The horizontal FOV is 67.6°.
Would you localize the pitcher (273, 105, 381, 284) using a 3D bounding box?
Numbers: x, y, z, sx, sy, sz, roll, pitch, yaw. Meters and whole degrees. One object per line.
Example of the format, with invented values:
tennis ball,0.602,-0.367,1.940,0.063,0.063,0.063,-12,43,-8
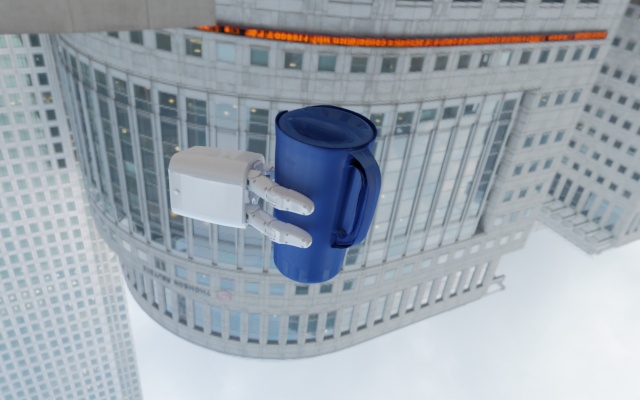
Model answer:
pitcher,0.000,0.002,0.668,0.145,0.243,0.149,9,33,2
